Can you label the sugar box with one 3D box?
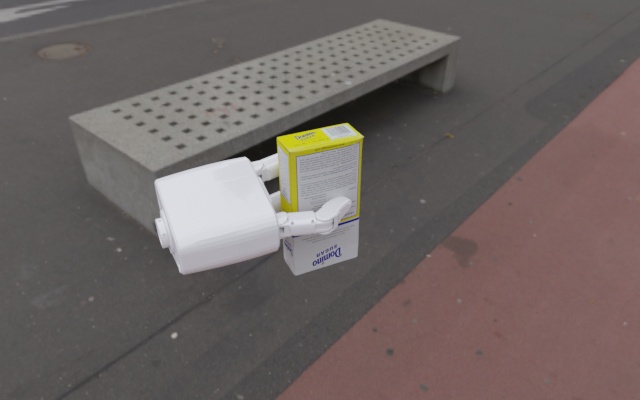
[{"bbox_3d":[0.000,0.002,0.577,0.093,0.176,0.048,-14,38,-21],"label":"sugar box"}]
